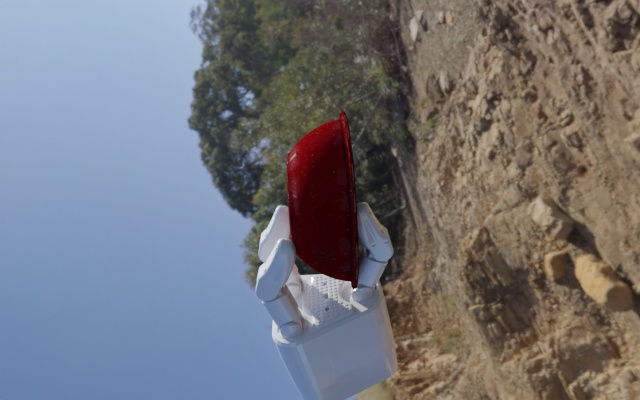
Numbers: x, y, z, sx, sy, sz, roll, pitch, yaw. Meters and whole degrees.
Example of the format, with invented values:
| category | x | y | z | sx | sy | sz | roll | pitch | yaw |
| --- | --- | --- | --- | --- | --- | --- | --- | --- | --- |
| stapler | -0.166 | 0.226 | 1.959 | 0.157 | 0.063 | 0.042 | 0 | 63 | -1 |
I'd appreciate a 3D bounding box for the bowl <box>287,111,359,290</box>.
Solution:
| category | x | y | z | sx | sy | sz | roll | pitch | yaw |
| --- | --- | --- | --- | --- | --- | --- | --- | --- | --- |
| bowl | 0.000 | 0.000 | 0.436 | 0.055 | 0.162 | 0.162 | -3 | 0 | 0 |
